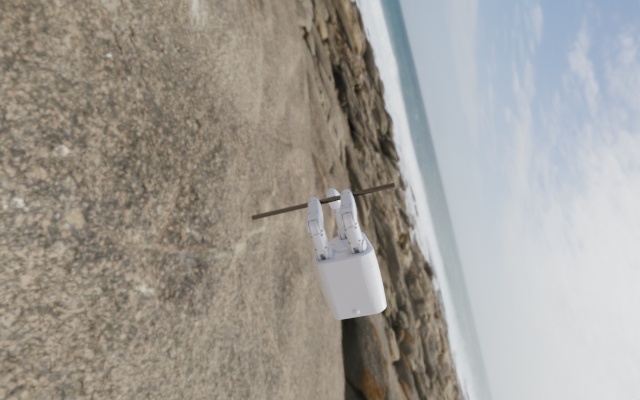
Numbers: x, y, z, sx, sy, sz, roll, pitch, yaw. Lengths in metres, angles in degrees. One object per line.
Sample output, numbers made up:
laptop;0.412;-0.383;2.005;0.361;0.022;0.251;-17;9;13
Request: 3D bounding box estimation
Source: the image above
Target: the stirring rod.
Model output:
stirring rod;0.000;0.003;0.765;0.239;0.011;0.011;-13;-3;15
